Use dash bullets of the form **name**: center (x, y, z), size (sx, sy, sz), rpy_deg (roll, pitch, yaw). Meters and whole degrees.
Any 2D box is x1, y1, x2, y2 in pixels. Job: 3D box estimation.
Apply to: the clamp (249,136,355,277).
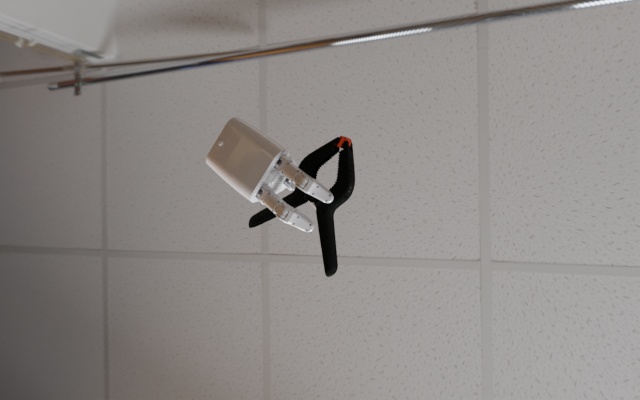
- **clamp**: center (0.000, 0.002, 0.740), size (0.164, 0.210, 0.036), rpy_deg (37, 13, 14)
